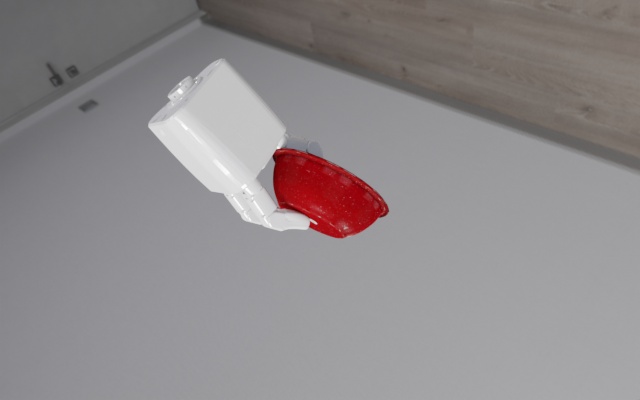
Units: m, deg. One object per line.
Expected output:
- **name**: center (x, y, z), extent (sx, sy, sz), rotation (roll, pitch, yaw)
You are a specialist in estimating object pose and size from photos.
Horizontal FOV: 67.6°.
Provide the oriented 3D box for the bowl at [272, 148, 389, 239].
- **bowl**: center (0.001, 0.003, 0.590), extent (0.162, 0.055, 0.162), rotation (26, -14, 7)
